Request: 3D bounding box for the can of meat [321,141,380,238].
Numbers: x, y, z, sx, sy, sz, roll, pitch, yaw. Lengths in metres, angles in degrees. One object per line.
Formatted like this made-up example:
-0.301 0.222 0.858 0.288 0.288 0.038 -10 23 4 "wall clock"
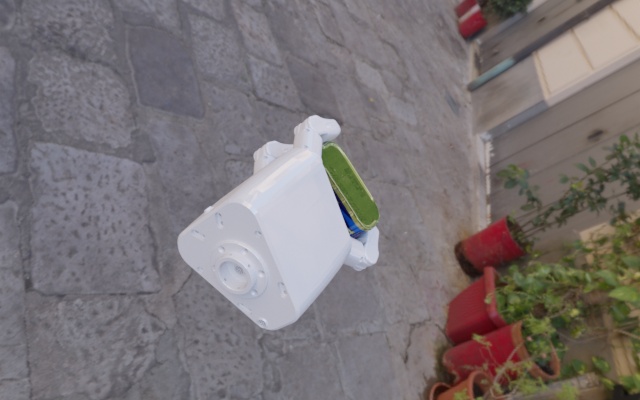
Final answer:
0.000 0.002 0.491 0.084 0.102 0.057 -31 5 34 "can of meat"
